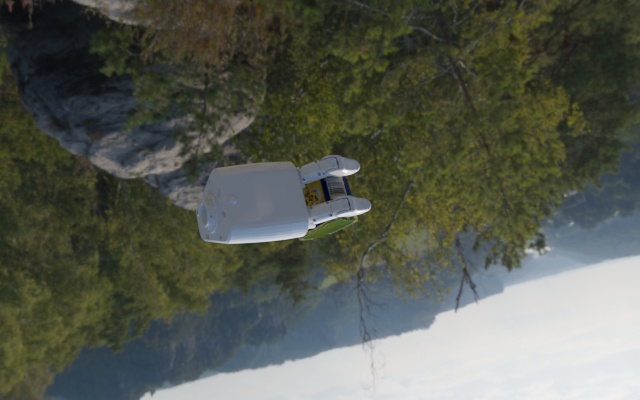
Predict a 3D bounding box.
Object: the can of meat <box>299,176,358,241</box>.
[{"bbox_3d":[0.000,0.003,0.660,0.057,0.084,0.102,-4,-17,-36],"label":"can of meat"}]
